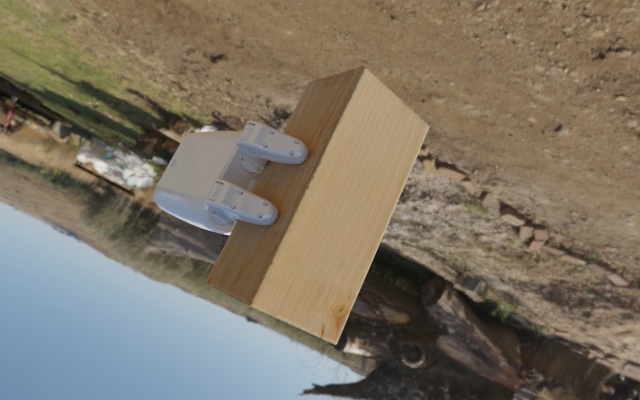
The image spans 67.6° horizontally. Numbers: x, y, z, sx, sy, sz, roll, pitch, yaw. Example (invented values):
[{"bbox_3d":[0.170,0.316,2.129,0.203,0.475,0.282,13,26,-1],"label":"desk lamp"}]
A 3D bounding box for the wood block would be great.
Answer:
[{"bbox_3d":[0.000,0.002,0.414,0.091,0.206,0.090,33,-16,-31],"label":"wood block"}]
